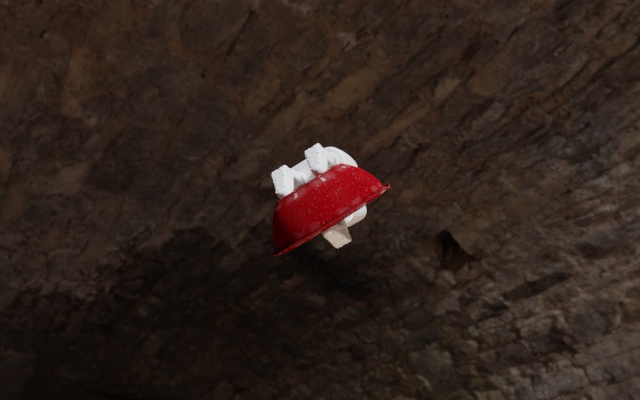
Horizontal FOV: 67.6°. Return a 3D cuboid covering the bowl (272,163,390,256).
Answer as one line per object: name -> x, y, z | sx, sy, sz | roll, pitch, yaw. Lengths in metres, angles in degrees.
bowl -> 0.000, 0.002, 0.570 | 0.162, 0.055, 0.162 | -31, 1, 1
